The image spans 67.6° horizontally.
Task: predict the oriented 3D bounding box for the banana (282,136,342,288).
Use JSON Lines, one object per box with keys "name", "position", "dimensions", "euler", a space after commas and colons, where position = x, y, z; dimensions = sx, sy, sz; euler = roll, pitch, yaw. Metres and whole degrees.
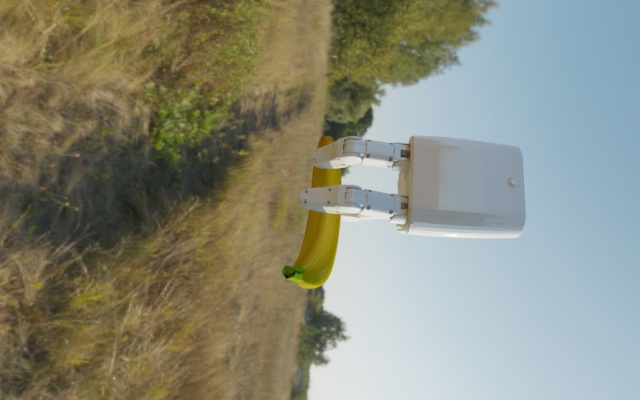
{"name": "banana", "position": [0.001, 0.017, 0.489], "dimensions": [0.037, 0.070, 0.197], "euler": [2, 45, 9]}
